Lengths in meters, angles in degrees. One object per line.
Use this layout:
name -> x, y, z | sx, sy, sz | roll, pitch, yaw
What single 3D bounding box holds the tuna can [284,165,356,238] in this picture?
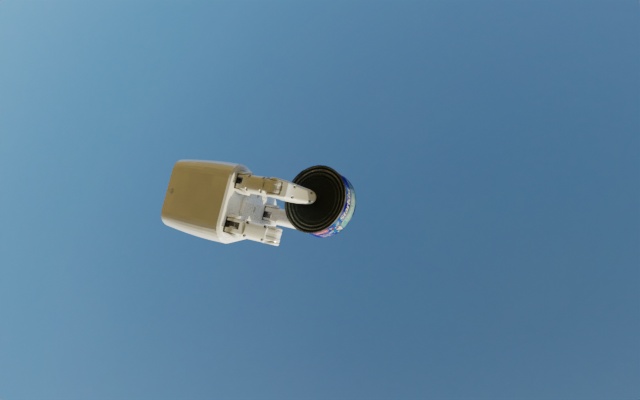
tuna can -> 0.000, 0.002, 0.591 | 0.086, 0.086, 0.034 | 0, -15, 31
